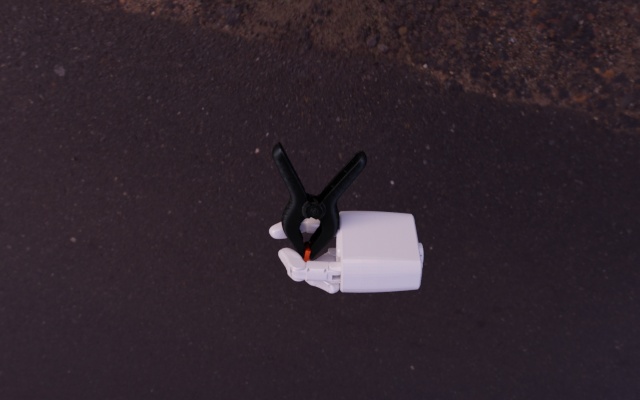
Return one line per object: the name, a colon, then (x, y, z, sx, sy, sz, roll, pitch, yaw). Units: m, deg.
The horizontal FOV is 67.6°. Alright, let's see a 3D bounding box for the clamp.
clamp: (0.000, 0.002, 0.634, 0.120, 0.172, 0.039, 0, 30, 1)
